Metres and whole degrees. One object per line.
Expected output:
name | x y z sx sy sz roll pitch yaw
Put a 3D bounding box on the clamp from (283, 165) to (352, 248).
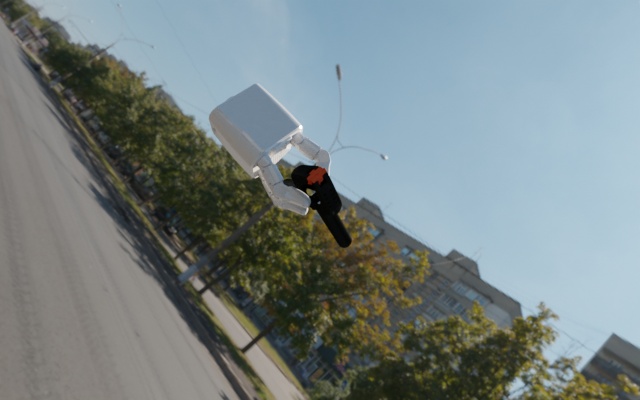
clamp | 0.001 0.002 0.758 0.036 0.164 0.210 -45 -5 -14
